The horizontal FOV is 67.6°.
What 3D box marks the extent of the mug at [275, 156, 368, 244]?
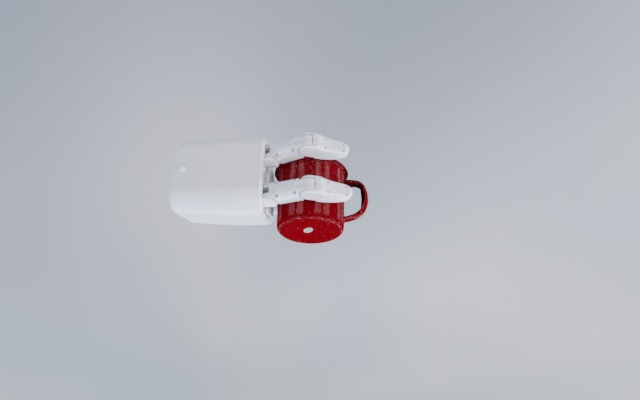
[{"bbox_3d":[0.002,0.002,0.588,0.117,0.081,0.093,-1,-28,3],"label":"mug"}]
